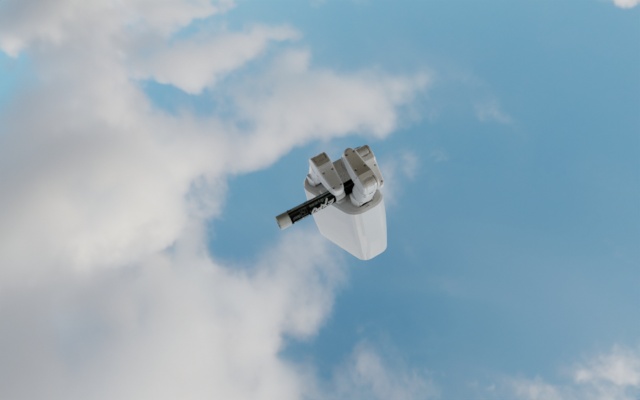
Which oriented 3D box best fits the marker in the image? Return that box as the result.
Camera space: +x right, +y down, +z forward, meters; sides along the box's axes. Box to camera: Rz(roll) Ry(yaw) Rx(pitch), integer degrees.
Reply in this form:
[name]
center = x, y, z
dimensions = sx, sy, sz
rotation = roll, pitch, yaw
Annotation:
[marker]
center = 0.000, 0.002, 0.604
dimensions = 0.121, 0.020, 0.020
rotation = -27, 6, -12
